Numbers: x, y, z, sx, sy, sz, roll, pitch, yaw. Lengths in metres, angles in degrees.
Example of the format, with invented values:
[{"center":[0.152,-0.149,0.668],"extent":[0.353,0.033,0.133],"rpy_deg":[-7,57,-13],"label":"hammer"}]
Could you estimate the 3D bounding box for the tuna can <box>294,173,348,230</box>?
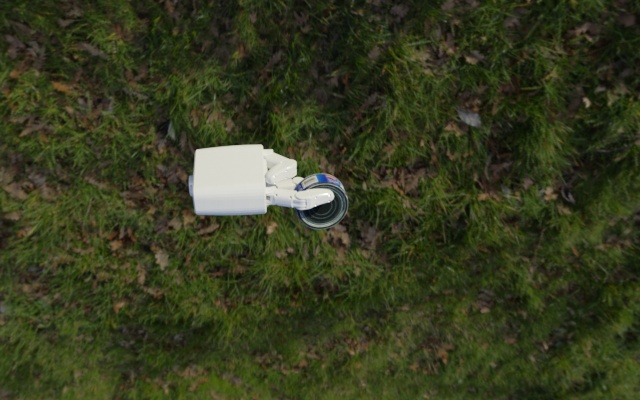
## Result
[{"center":[0.000,0.003,0.751],"extent":[0.086,0.086,0.033],"rpy_deg":[0,29,-12],"label":"tuna can"}]
